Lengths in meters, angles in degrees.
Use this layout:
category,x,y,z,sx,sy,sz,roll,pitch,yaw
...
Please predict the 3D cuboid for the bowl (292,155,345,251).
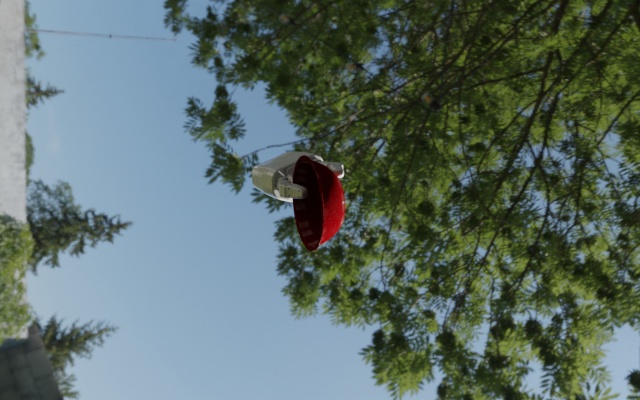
category,x,y,z,sx,sy,sz,roll,pitch,yaw
bowl,0.001,0.003,0.808,0.055,0.162,0.162,-5,2,-19
